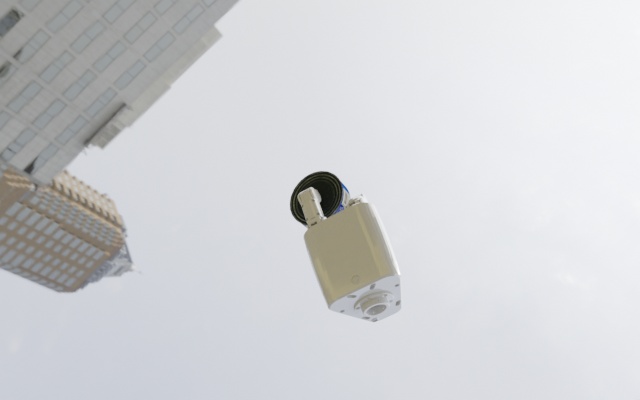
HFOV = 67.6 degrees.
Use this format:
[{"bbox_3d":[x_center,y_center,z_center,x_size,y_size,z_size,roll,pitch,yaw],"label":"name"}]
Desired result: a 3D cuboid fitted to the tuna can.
[{"bbox_3d":[0.000,0.002,0.695,0.086,0.086,0.034,0,-25,30],"label":"tuna can"}]
